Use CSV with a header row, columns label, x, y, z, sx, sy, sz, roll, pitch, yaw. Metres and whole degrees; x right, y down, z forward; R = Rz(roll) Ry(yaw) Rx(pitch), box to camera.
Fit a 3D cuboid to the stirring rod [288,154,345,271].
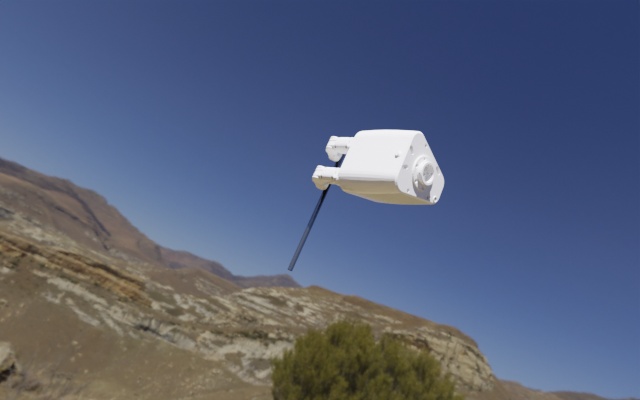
label,x,y,z,sx,sy,sz,roll,pitch,yaw
stirring rod,0.000,0.003,0.771,0.011,0.239,0.011,22,-16,7
